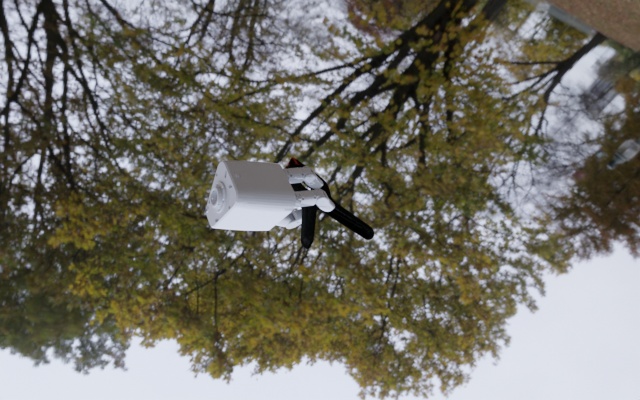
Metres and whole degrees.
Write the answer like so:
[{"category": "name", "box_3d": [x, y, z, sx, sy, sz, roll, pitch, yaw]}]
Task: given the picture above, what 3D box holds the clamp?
[{"category": "clamp", "box_3d": [-0.001, 0.003, 0.877, 0.164, 0.209, 0.036, 4, -46, -38]}]
